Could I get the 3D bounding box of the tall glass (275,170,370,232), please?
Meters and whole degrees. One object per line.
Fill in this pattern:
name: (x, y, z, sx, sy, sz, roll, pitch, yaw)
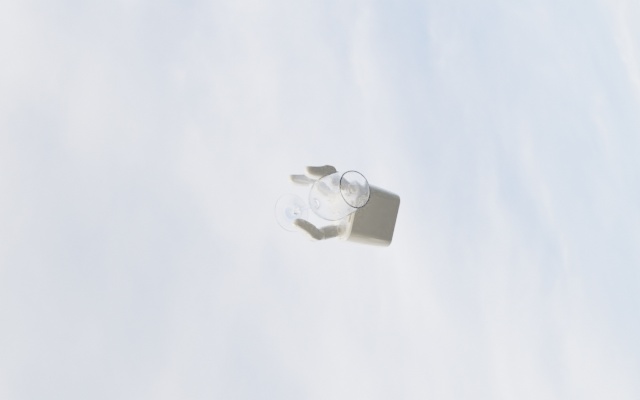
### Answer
tall glass: (0.000, 0.003, 0.830, 0.079, 0.079, 0.201, 0, -12, -34)
